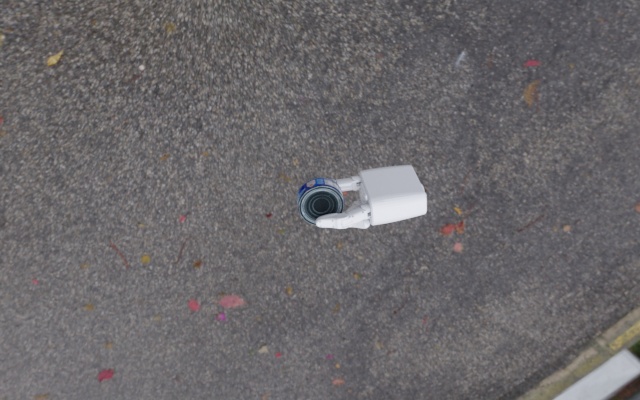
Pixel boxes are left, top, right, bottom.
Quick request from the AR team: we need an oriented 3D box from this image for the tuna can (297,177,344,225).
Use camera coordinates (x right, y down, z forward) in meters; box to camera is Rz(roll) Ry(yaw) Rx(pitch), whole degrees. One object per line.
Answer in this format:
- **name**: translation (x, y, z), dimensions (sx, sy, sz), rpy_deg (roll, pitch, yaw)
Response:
- **tuna can**: translation (0.000, 0.003, 0.869), dimensions (0.086, 0.086, 0.033), rpy_deg (0, 29, -7)
